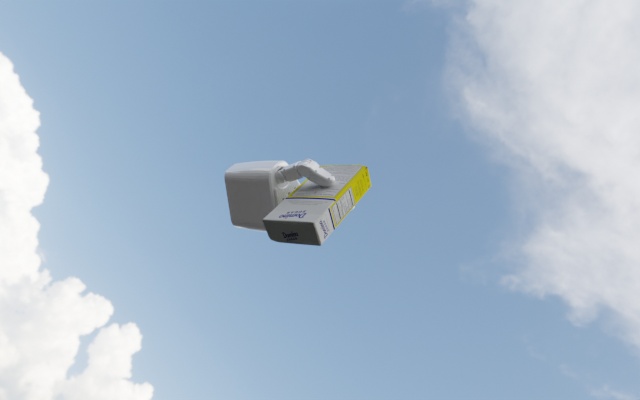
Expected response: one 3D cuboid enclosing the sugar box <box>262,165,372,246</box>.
[{"bbox_3d":[0.000,0.003,0.733,0.093,0.048,0.176,2,33,34],"label":"sugar box"}]
